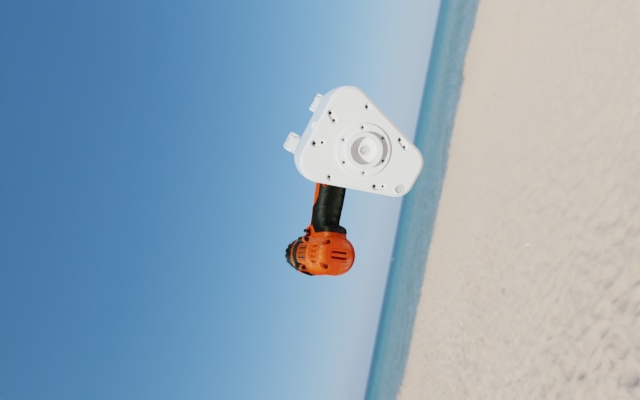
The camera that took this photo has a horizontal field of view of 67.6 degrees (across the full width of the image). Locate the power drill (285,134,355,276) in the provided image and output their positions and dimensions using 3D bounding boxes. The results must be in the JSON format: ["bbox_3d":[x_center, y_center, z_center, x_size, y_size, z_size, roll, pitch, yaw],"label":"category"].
[{"bbox_3d":[0.000,0.002,0.607,0.057,0.187,0.184,7,-7,-19],"label":"power drill"}]
